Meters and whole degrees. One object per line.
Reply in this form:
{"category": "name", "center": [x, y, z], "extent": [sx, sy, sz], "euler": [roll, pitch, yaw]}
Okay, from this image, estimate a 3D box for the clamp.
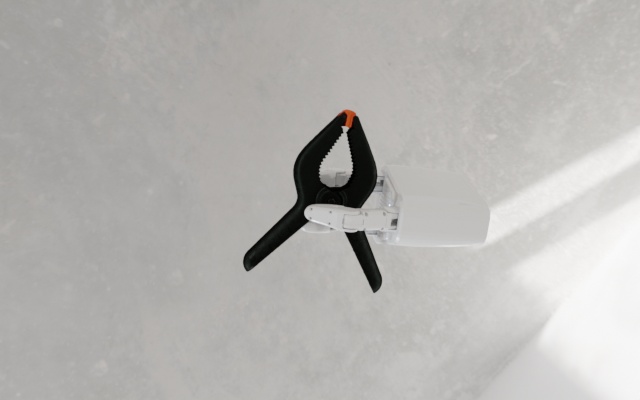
{"category": "clamp", "center": [0.000, 0.001, 0.538], "extent": [0.164, 0.210, 0.036], "euler": [4, 12, -8]}
